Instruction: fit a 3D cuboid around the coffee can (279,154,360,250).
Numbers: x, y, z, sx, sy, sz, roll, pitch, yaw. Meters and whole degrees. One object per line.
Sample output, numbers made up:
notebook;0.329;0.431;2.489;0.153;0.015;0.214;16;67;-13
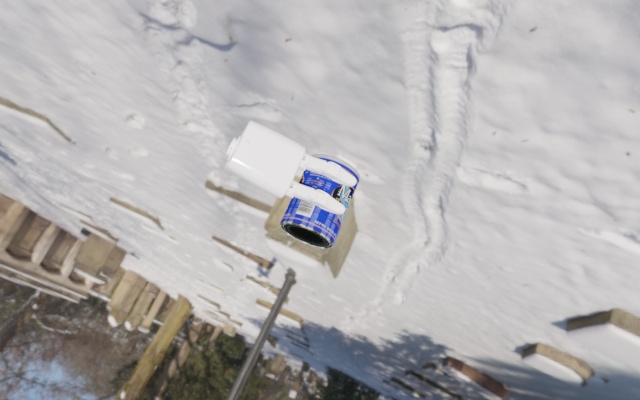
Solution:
coffee can;0.000;0.003;0.857;0.103;0.140;0.103;20;-20;8
